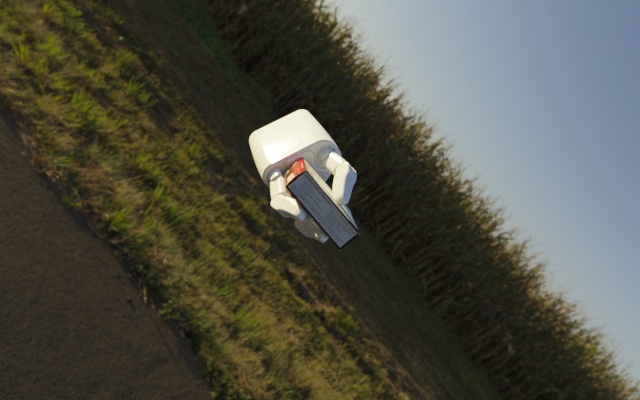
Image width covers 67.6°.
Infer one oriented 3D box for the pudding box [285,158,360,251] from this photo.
[{"bbox_3d":[0.000,0.002,0.631,0.039,0.113,0.090,-40,14,7],"label":"pudding box"}]
